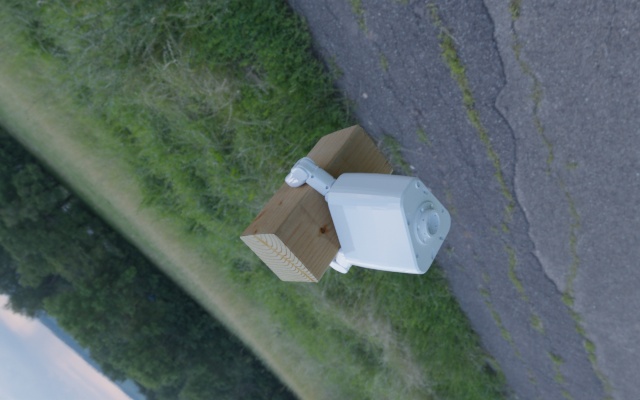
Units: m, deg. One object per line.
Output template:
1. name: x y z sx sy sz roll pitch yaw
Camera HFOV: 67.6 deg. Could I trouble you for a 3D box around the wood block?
1. wood block: 0.000 0.002 0.654 0.090 0.091 0.206 -10 37 52
